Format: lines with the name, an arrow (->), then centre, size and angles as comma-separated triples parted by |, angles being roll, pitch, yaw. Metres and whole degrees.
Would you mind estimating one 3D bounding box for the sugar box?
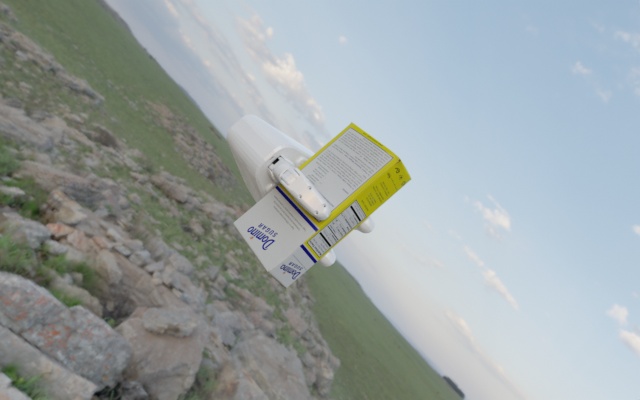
sugar box -> 0.000, 0.002, 0.512 | 0.093, 0.176, 0.048 | 46, -4, 45
